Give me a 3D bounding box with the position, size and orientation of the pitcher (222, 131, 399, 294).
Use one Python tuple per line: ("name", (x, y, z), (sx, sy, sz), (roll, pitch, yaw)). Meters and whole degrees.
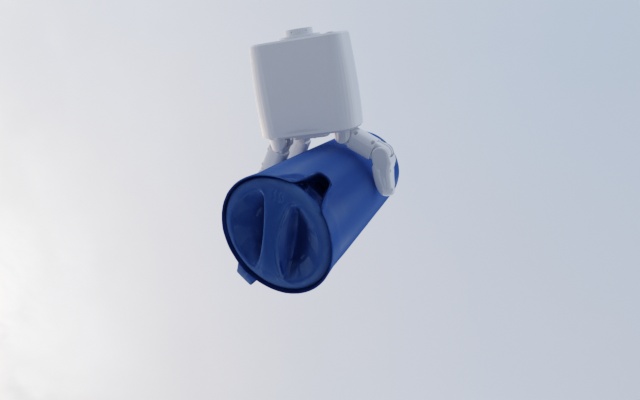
("pitcher", (0.000, 0.002, 0.579), (0.149, 0.145, 0.242), (1, 21, 29))
